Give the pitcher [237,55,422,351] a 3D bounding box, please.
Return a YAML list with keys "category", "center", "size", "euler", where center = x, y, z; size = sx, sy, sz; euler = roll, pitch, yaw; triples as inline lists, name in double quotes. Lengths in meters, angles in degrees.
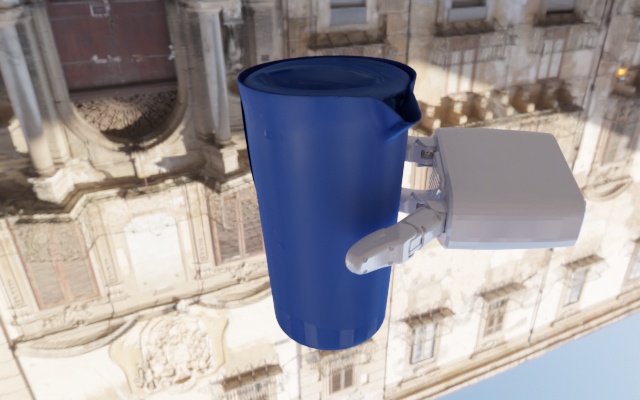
- category: "pitcher"
  center: [0.000, 0.001, 0.417]
  size: [0.145, 0.243, 0.149]
  euler: [-1, 28, 0]
